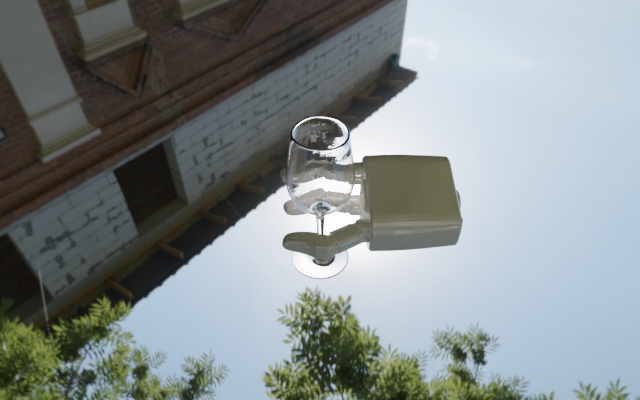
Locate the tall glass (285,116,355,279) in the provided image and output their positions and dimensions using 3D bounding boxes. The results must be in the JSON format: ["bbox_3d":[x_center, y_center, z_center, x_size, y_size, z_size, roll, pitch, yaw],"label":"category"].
[{"bbox_3d":[0.000,0.002,0.560,0.079,0.201,0.079,0,44,0],"label":"tall glass"}]
